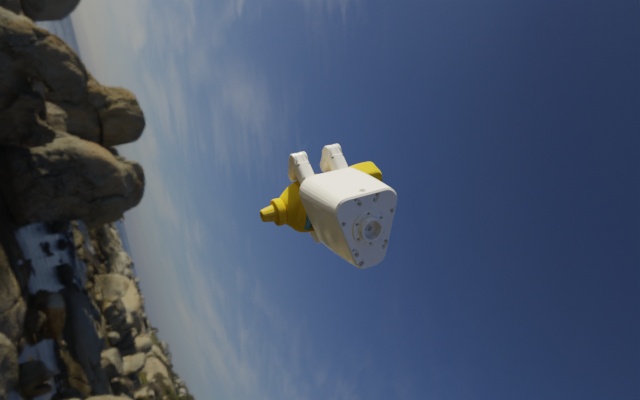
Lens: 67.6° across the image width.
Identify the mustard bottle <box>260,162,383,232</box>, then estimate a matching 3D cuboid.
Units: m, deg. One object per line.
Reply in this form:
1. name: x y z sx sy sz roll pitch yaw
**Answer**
1. mustard bottle: 0.000 0.002 0.736 0.191 0.096 0.058 -14 46 -22
